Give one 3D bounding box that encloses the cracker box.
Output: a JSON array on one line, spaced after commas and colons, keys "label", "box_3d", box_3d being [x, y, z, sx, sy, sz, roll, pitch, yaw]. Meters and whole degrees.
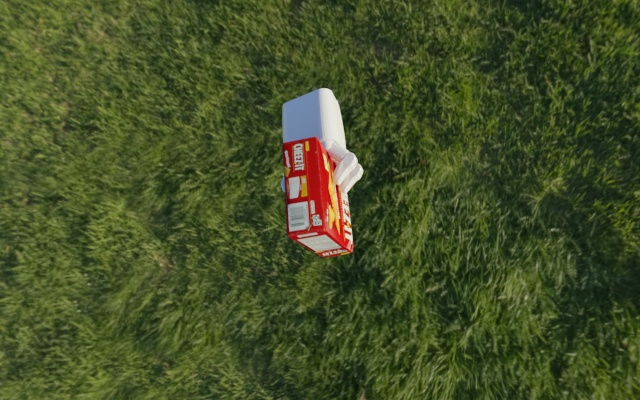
[{"label": "cracker box", "box_3d": [0.000, 0.003, 0.864, 0.072, 0.164, 0.214, -9, -18, 14]}]
